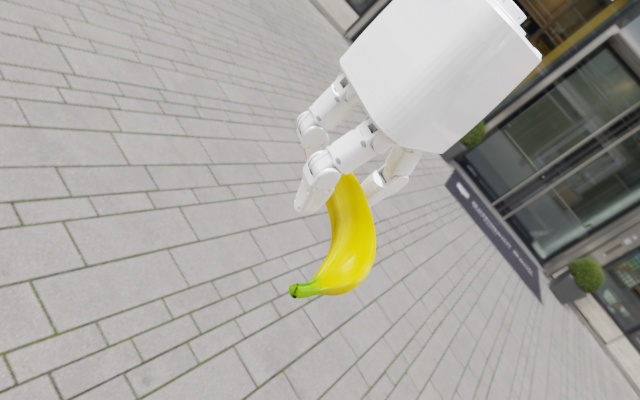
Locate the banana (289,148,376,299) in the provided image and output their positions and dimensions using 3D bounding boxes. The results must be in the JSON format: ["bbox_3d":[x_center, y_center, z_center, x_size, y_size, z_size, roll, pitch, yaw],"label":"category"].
[{"bbox_3d":[0.015,0.012,0.418,0.070,0.037,0.197,30,33,-20],"label":"banana"}]
